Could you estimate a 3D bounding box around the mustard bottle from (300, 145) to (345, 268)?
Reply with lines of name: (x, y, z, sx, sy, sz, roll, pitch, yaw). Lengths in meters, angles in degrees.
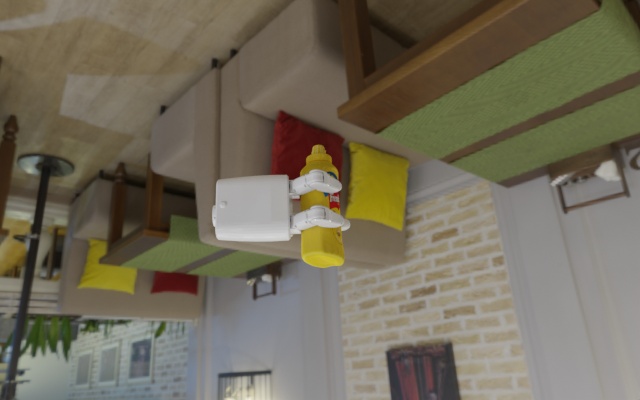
mustard bottle: (0.000, 0.003, 0.743, 0.058, 0.191, 0.096, -11, -22, 19)
